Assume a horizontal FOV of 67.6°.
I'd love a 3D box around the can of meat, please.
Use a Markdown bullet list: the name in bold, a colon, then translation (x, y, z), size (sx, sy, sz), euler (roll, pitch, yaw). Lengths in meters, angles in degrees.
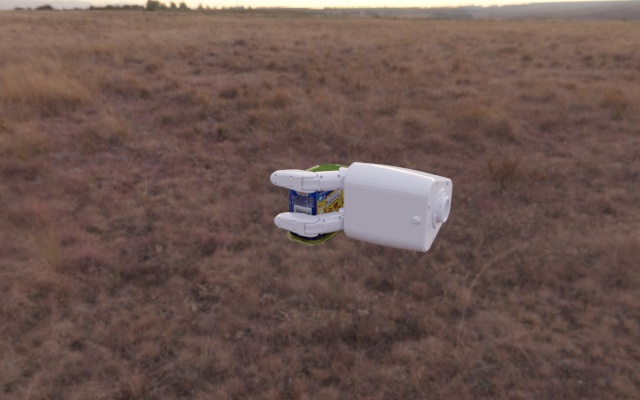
- **can of meat**: translation (0.000, 0.002, 0.652), size (0.057, 0.084, 0.102), euler (14, 26, 32)
